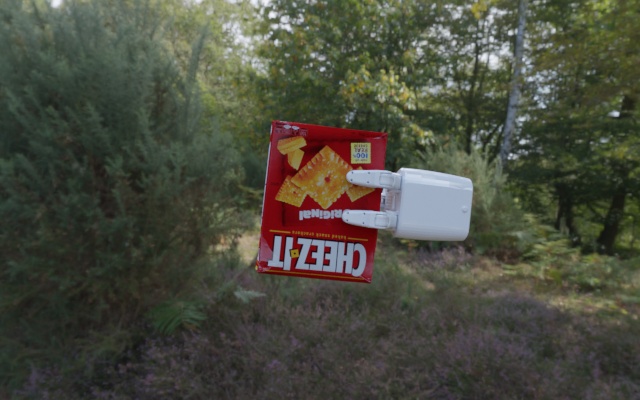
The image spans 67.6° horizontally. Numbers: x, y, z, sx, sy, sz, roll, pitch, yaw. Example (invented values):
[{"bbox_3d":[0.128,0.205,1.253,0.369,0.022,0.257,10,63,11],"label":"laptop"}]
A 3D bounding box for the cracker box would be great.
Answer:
[{"bbox_3d":[0.000,0.002,0.681,0.164,0.213,0.072,6,-1,-6],"label":"cracker box"}]
